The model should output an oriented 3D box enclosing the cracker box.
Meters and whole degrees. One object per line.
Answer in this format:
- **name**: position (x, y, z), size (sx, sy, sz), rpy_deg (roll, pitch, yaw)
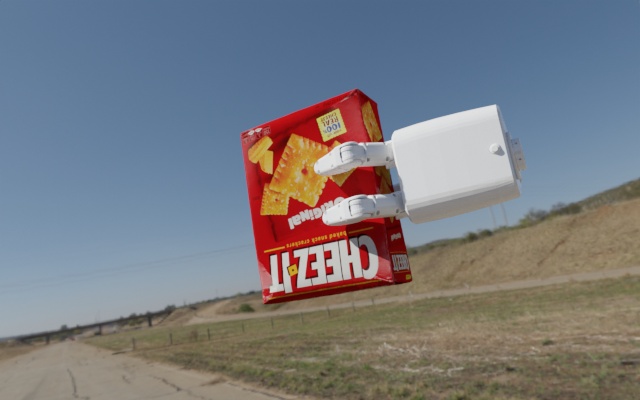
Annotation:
- **cracker box**: position (0.000, 0.002, 0.553), size (0.164, 0.213, 0.072), rpy_deg (-15, -12, 26)
